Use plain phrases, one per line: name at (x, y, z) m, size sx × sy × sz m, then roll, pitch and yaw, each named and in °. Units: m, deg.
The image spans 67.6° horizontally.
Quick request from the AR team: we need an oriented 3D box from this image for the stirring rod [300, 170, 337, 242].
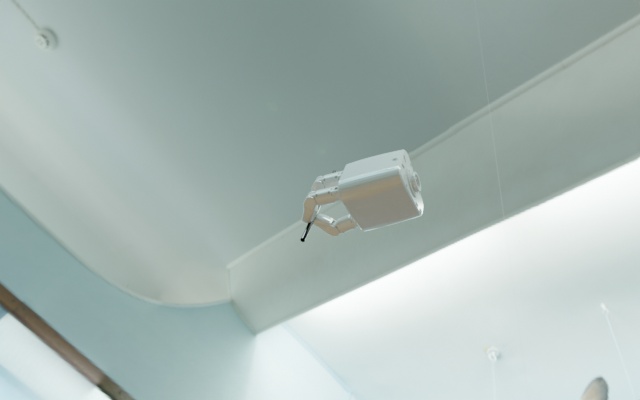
stirring rod at (0.000, 0.003, 0.875) m, size 0.011 × 0.011 × 0.239 m, roll 0°, pitch 31°, yaw 16°
